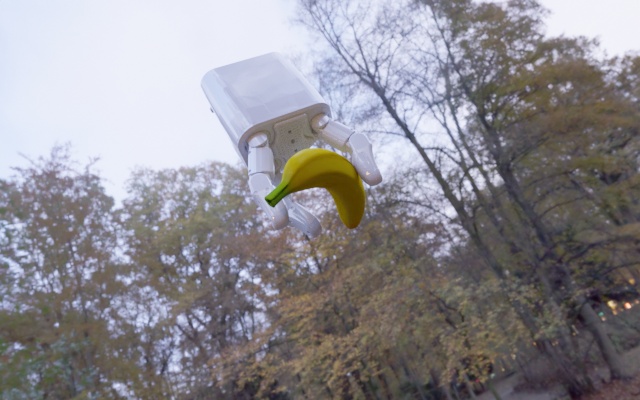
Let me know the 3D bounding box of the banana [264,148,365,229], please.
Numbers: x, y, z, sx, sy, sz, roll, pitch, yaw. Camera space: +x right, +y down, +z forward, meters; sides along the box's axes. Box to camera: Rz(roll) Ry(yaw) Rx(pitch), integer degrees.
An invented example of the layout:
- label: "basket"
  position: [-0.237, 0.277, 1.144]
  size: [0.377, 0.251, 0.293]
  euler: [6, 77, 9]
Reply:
- label: "banana"
  position: [0.010, -0.013, 0.495]
  size: [0.037, 0.069, 0.198]
  euler: [44, 11, 27]
